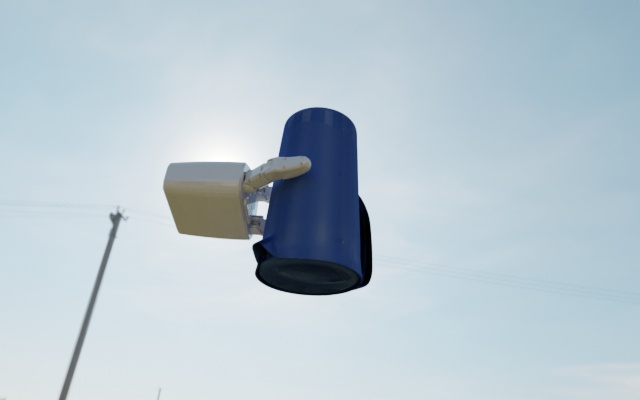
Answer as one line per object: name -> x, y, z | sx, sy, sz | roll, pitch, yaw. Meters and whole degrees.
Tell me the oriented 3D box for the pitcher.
pitcher -> 0.000, 0.002, 0.651 | 0.145, 0.242, 0.149 | 1, -29, 6
